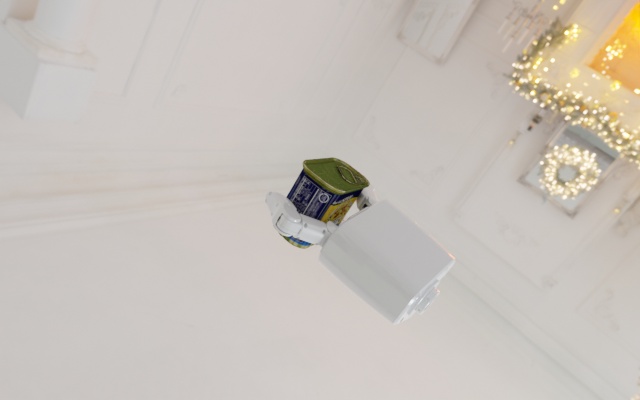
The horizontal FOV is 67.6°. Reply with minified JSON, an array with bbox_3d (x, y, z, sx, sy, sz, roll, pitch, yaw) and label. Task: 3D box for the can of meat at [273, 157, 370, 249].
[{"bbox_3d":[0.000,0.002,0.549,0.057,0.084,0.102,39,22,17],"label":"can of meat"}]
